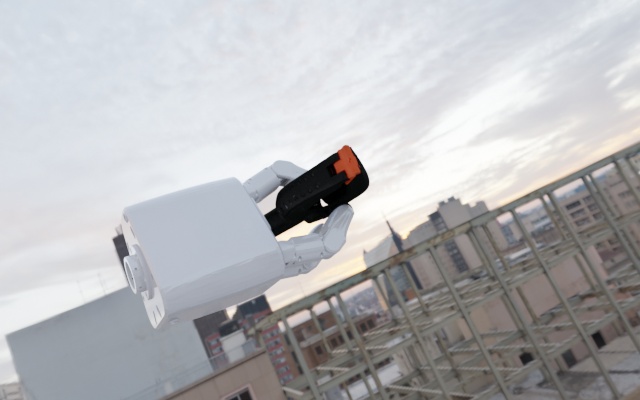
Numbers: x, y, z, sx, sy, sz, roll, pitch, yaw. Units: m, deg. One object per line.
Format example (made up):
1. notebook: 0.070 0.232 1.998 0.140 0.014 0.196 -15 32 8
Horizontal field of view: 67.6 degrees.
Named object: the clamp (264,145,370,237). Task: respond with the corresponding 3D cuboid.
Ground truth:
1. clamp: 0.000 0.001 0.490 0.164 0.036 0.210 -15 -15 -31
